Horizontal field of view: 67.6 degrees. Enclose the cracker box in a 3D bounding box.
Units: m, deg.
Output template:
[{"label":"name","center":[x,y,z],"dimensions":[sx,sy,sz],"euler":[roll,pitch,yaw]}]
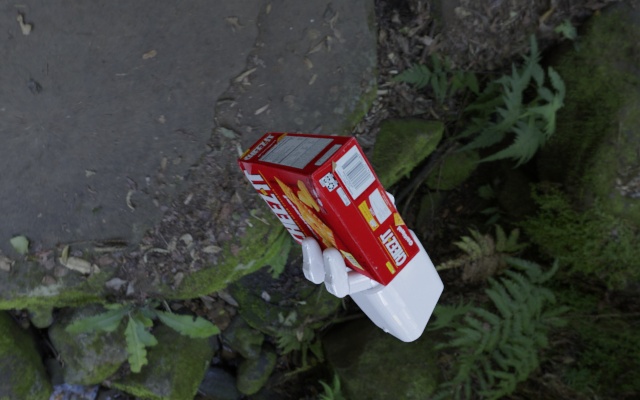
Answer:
[{"label":"cracker box","center":[0.000,0.002,0.591],"dimensions":[0.072,0.164,0.213],"euler":[-43,27,-18]}]
